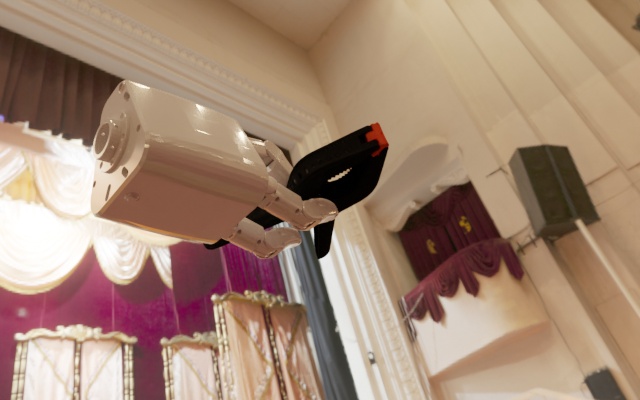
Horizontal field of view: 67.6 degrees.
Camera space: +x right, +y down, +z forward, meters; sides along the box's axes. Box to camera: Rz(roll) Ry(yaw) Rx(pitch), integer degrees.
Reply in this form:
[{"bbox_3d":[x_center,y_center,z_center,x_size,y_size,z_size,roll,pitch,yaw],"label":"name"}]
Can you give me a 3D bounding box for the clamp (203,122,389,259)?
[{"bbox_3d":[0.000,0.001,0.495,0.164,0.036,0.210,16,-46,-45],"label":"clamp"}]
